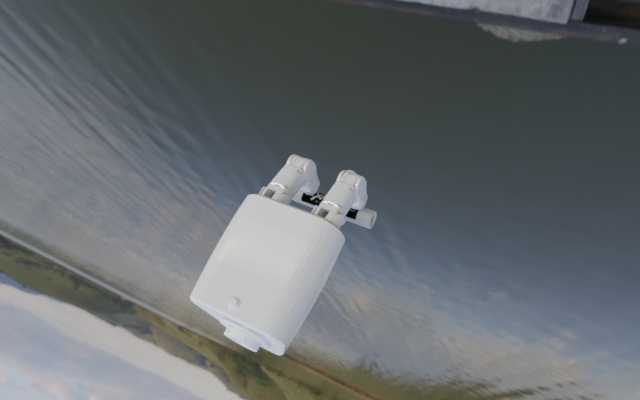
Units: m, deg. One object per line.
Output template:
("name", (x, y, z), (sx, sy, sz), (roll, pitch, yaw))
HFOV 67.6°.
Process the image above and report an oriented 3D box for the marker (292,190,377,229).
("marker", (0.000, 0.002, 0.502), (0.121, 0.020, 0.020), (19, 7, 22))
